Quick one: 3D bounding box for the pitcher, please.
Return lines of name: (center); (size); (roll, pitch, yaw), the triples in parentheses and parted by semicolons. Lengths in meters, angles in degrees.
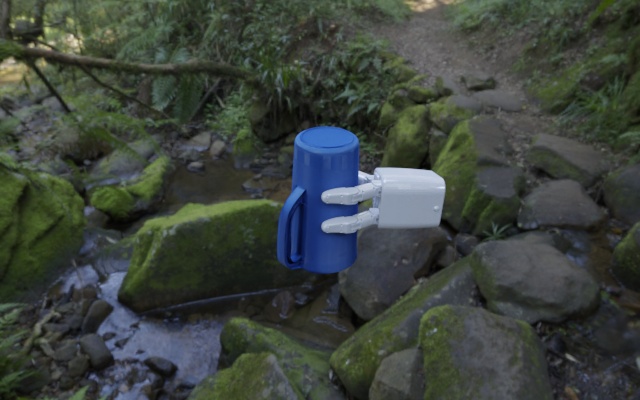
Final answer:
pitcher: (0.000, 0.003, 0.842); (0.145, 0.243, 0.149); (2, 30, 0)
